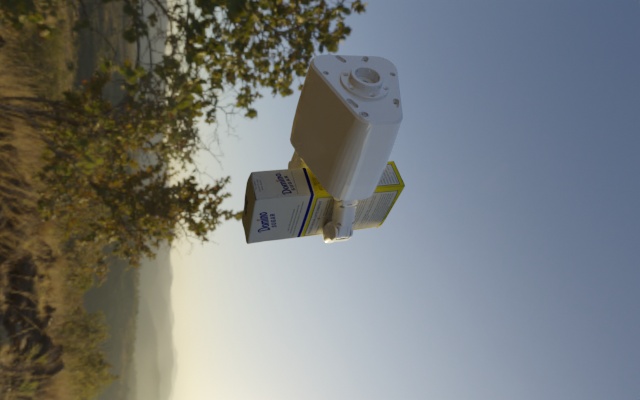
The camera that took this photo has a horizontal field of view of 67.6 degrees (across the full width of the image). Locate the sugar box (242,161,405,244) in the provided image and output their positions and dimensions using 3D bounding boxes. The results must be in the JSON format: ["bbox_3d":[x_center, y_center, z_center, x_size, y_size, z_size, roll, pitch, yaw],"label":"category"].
[{"bbox_3d":[0.000,0.001,0.563,0.176,0.048,0.093,-3,-35,-18],"label":"sugar box"}]
